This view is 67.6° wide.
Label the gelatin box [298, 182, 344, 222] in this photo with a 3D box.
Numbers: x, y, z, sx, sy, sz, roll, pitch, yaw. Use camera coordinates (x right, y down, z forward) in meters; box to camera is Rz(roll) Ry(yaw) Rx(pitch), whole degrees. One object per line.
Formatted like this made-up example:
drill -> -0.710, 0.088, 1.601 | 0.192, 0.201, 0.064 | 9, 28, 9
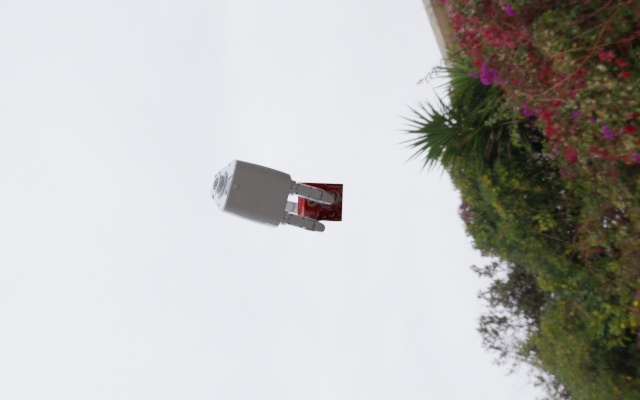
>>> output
gelatin box -> 0.000, 0.003, 0.898 | 0.089, 0.073, 0.030 | 2, 0, -34
